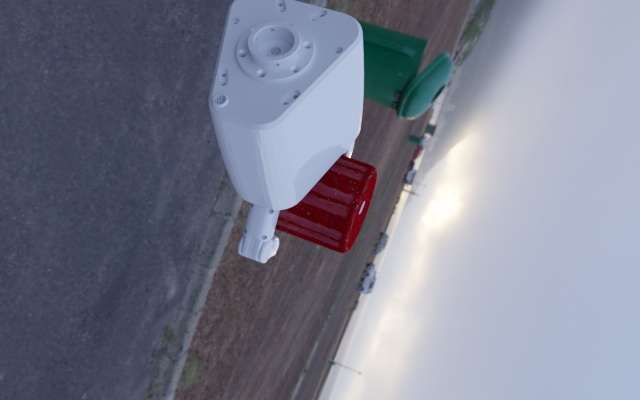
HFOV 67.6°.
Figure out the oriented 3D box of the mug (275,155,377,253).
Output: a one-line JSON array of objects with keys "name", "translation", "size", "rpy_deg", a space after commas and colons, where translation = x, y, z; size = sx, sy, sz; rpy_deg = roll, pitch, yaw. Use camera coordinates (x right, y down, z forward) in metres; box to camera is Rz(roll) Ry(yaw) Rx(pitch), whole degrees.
[{"name": "mug", "translation": [0.000, 0.002, 0.435], "size": [0.081, 0.093, 0.117], "rpy_deg": [20, -23, 12]}]
